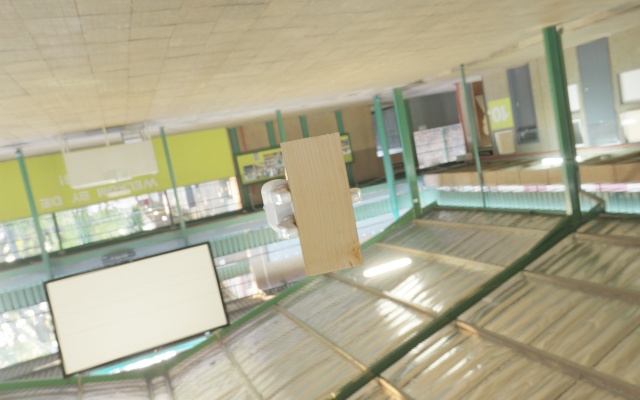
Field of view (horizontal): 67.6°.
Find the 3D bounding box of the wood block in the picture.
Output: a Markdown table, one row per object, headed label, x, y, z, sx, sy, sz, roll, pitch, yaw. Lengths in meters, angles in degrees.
| label | x | y | z | sx | sy | sz | roll | pitch | yaw |
| --- | --- | --- | --- | --- | --- | --- | --- | --- | --- |
| wood block | 0.000 | 0.003 | 0.756 | 0.091 | 0.206 | 0.090 | -12 | 7 | -4 |
